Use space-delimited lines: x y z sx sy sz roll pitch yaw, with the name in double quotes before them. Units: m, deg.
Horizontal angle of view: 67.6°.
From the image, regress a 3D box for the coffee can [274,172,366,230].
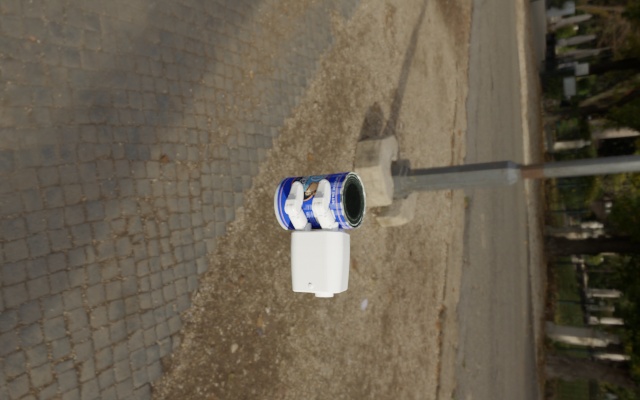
"coffee can" 0.000 0.003 0.884 0.140 0.103 0.103 -3 -2 29
